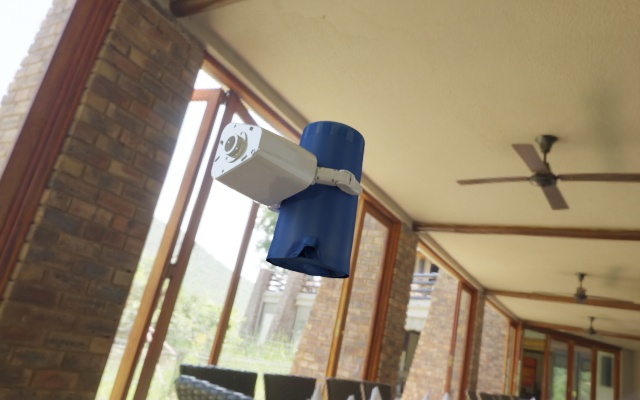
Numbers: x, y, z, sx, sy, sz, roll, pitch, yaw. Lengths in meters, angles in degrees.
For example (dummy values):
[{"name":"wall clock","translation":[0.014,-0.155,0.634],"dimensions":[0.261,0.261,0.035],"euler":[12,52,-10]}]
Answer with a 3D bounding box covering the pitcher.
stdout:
[{"name":"pitcher","translation":[0.000,0.003,0.785],"dimensions":[0.149,0.242,0.145],"euler":[-6,-24,45]}]
